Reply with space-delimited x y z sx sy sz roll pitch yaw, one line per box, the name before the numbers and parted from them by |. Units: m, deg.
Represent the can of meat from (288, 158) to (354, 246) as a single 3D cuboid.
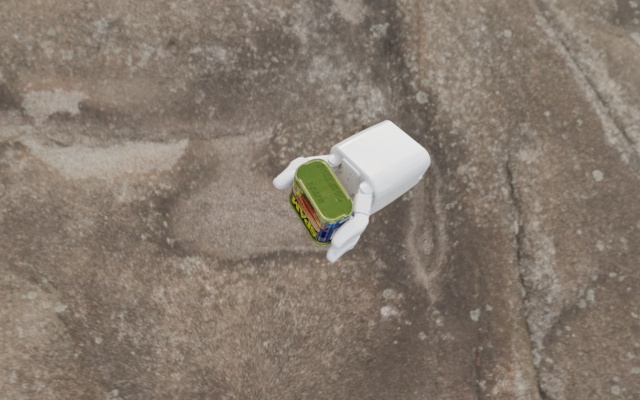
can of meat | 0.000 0.002 0.675 0.057 0.102 0.084 -26 -19 -19
